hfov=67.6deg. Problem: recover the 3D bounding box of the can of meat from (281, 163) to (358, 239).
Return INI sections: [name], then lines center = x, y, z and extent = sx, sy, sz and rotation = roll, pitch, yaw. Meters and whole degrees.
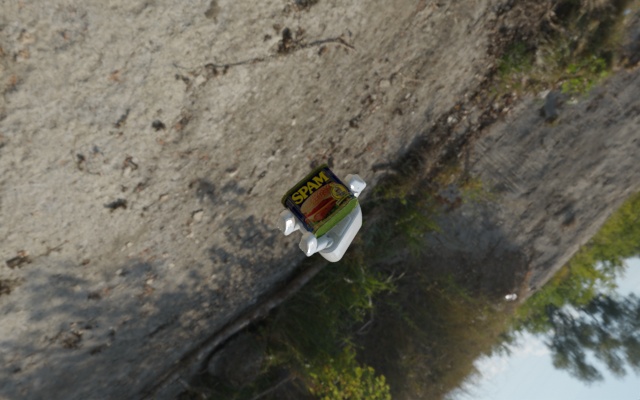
[can of meat]
center = 0.000, 0.003, 0.795
extent = 0.102, 0.084, 0.057
rotation = -40, -19, -8
